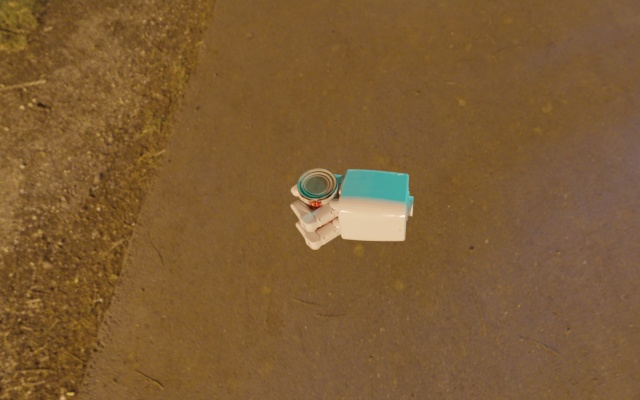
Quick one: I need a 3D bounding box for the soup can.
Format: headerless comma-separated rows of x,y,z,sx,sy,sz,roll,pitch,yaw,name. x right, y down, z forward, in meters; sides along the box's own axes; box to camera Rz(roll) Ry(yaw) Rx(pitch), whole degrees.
0.000,0.002,0.806,0.068,0.068,0.102,0,-36,8,soup can
